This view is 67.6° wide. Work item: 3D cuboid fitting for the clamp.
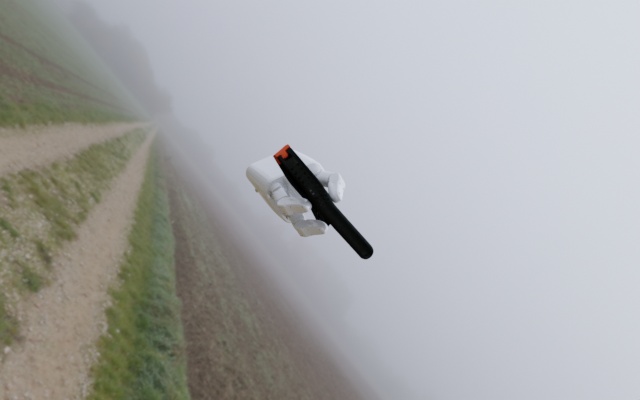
[{"bbox_3d":[0.000,0.001,0.753,0.036,0.210,0.164,-42,35,-10],"label":"clamp"}]
